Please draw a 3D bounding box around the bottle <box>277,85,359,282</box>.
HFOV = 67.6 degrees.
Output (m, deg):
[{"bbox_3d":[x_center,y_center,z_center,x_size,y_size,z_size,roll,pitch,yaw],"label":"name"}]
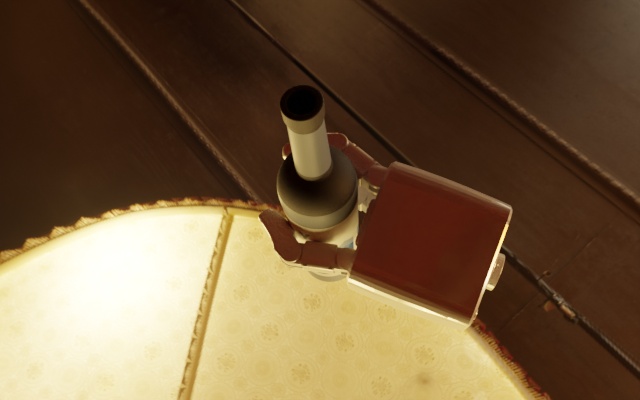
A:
[{"bbox_3d":[0.000,0.001,0.425,0.069,0.069,0.296,0,-25,5],"label":"bottle"}]
